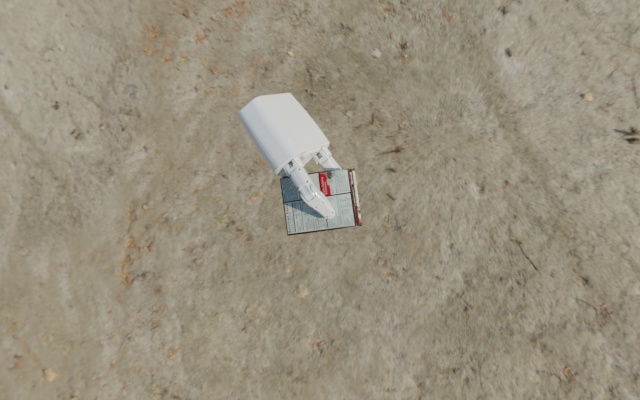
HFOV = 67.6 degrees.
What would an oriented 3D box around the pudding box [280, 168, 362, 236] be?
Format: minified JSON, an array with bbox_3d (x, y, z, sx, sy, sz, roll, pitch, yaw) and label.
[{"bbox_3d":[0.000,0.002,0.717,0.113,0.090,0.039,-8,-1,18],"label":"pudding box"}]
